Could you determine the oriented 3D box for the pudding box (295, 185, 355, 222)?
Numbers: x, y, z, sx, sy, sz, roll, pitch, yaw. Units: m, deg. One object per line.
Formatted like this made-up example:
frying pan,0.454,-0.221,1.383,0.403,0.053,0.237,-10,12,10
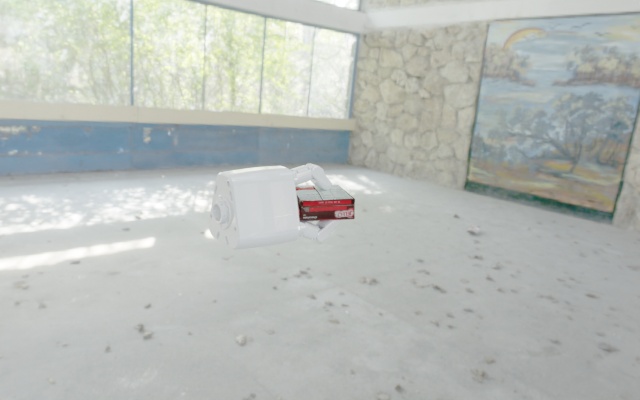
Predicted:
pudding box,0.000,0.002,0.786,0.090,0.039,0.113,-1,16,-12
